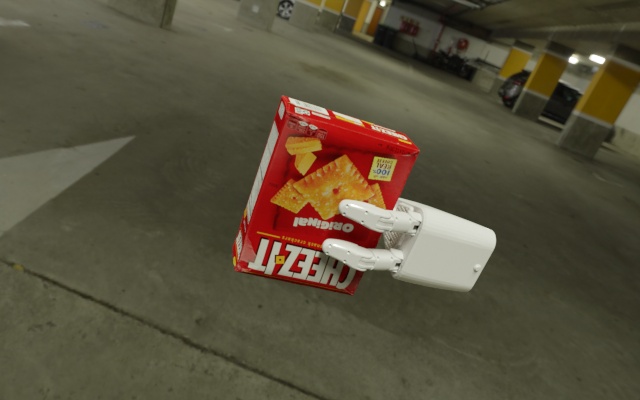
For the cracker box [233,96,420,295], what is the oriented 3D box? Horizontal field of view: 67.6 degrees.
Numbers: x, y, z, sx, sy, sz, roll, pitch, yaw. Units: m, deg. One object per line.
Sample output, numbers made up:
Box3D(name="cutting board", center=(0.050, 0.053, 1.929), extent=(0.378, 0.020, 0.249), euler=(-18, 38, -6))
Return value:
Box3D(name="cracker box", center=(0.000, 0.002, 0.586), extent=(0.164, 0.214, 0.072), euler=(15, 22, -16))
